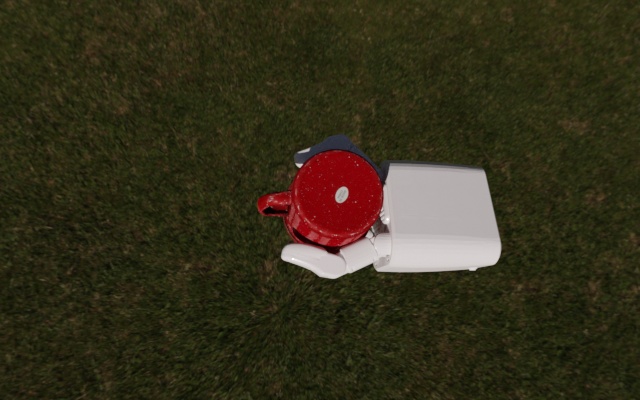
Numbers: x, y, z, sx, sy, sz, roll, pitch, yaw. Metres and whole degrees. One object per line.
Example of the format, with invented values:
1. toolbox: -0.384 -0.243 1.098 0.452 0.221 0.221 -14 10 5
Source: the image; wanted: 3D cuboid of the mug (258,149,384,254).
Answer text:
1. mug: -0.001 0.001 0.447 0.117 0.093 0.081 1 -13 -6
